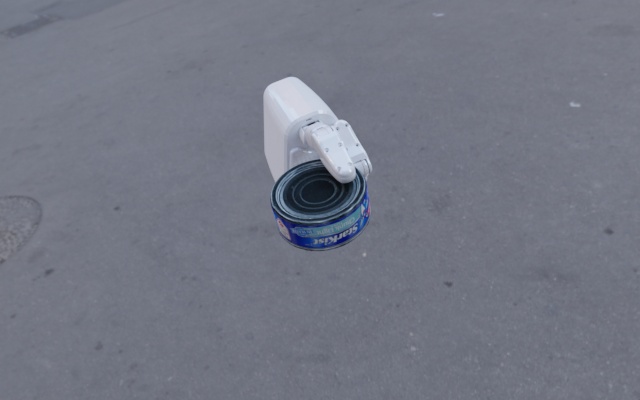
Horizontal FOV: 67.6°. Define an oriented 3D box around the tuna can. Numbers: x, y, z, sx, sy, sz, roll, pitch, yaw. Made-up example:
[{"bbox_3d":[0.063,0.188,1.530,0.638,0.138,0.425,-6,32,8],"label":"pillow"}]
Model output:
[{"bbox_3d":[0.000,0.001,0.418,0.086,0.034,0.086,-7,42,6],"label":"tuna can"}]
